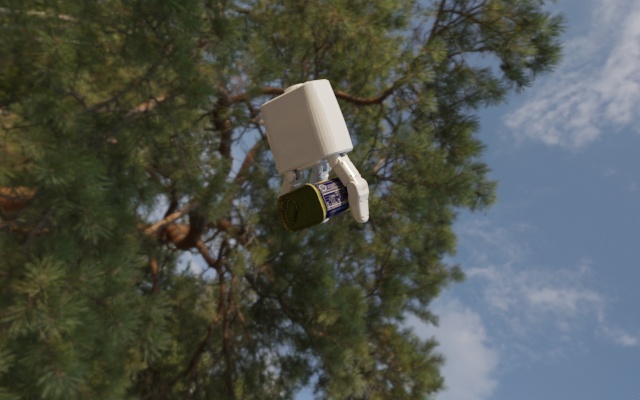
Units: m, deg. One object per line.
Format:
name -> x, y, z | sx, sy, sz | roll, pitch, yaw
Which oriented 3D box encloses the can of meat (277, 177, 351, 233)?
can of meat -> 0.000, 0.002, 0.693 | 0.084, 0.057, 0.102 | -19, -2, -39
